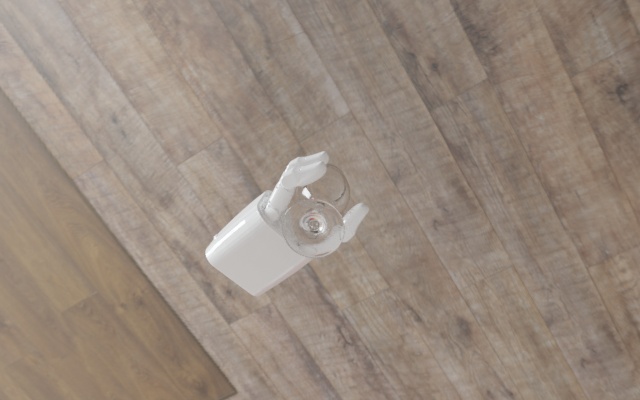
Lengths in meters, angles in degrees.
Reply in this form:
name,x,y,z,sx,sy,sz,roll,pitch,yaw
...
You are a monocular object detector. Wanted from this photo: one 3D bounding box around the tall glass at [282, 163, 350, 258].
name,x,y,z,sx,sy,sz,roll,pitch,yaw
tall glass,0.000,0.002,0.649,0.079,0.079,0.201,0,19,6
